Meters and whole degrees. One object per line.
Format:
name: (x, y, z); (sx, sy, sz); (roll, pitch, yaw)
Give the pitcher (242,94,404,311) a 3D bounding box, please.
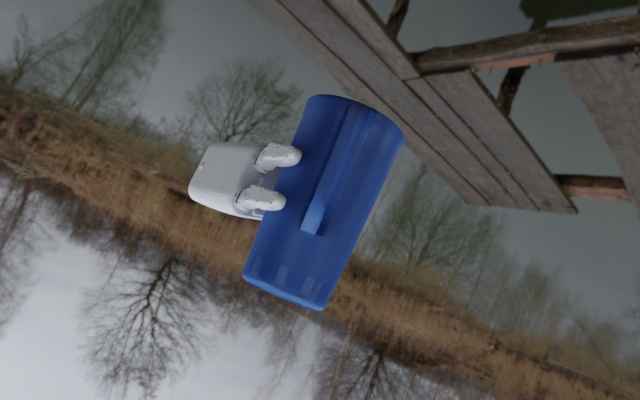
pitcher: (0.000, 0.002, 0.575); (0.145, 0.242, 0.149); (12, -15, 43)
